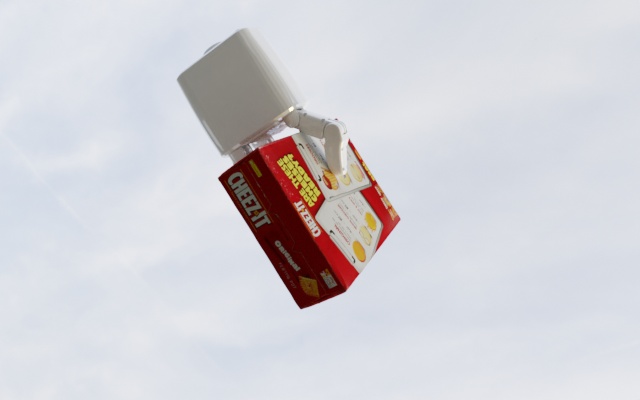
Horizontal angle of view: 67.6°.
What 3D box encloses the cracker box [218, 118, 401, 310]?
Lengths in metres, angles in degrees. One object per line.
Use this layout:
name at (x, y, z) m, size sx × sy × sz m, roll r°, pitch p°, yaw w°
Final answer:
cracker box at (0.000, 0.002, 0.559) m, size 0.072 × 0.164 × 0.213 m, roll -31°, pitch 3°, yaw 29°
